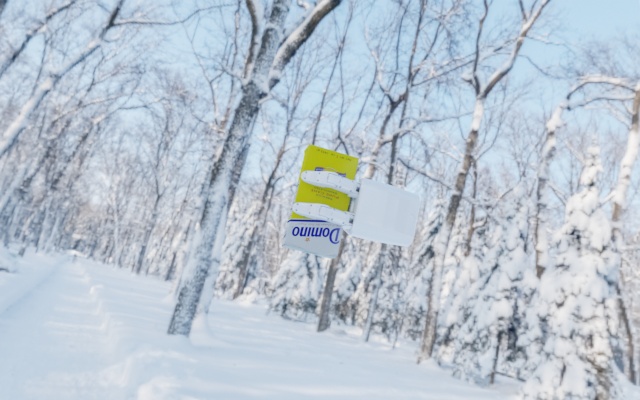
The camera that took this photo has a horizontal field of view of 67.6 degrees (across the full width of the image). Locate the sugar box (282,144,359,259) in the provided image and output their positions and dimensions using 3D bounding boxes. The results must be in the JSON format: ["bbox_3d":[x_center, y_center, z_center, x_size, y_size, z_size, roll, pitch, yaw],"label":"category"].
[{"bbox_3d":[0.000,0.002,0.808,0.093,0.176,0.048,14,-13,-9],"label":"sugar box"}]
